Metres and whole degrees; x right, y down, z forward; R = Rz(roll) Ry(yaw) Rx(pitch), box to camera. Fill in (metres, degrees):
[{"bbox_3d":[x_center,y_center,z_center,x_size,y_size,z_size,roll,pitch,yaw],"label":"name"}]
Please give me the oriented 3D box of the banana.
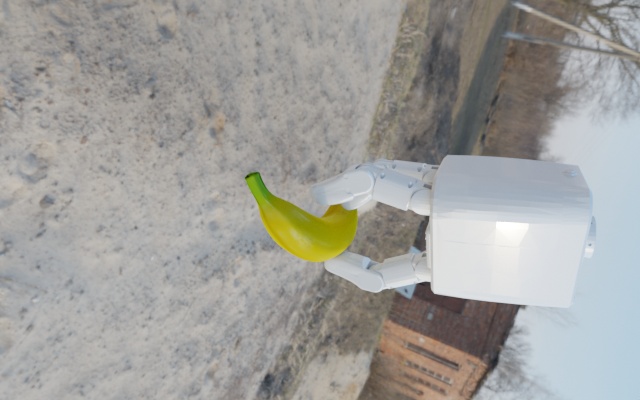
[{"bbox_3d":[0.001,0.019,0.423,0.037,0.069,0.198,-10,-9,21],"label":"banana"}]
